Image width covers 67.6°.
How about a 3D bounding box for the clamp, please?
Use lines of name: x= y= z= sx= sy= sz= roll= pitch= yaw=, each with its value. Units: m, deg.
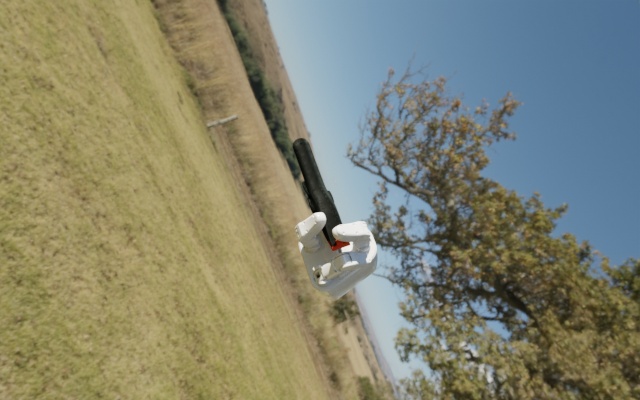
clamp: x=0.001 y=0.002 z=0.713 sx=0.039 sy=0.171 sz=0.120 roll=-20 pitch=-23 yaw=1
